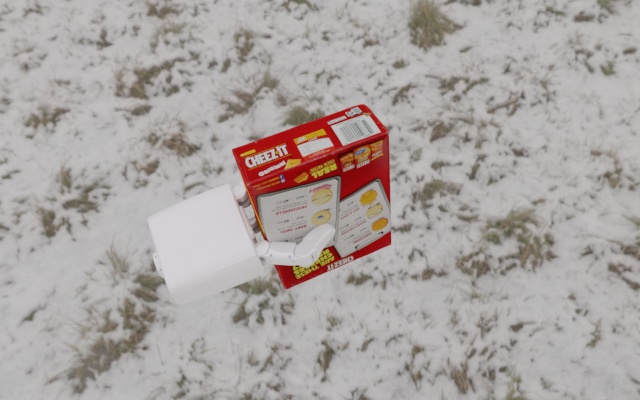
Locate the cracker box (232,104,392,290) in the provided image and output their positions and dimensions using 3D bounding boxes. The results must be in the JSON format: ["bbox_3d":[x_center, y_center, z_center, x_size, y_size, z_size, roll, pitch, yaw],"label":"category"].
[{"bbox_3d":[0.000,0.002,0.594,0.164,0.072,0.214,-22,-40,-9],"label":"cracker box"}]
